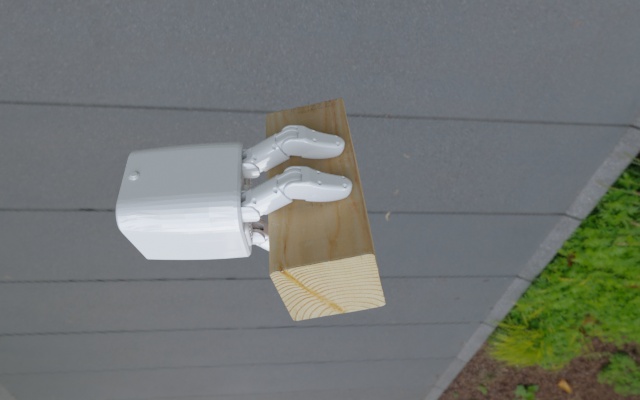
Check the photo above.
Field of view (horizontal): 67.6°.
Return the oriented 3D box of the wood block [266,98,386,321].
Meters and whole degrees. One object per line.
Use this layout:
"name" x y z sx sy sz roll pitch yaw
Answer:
"wood block" 0.000 0.002 0.482 0.090 0.206 0.091 -11 -41 5
